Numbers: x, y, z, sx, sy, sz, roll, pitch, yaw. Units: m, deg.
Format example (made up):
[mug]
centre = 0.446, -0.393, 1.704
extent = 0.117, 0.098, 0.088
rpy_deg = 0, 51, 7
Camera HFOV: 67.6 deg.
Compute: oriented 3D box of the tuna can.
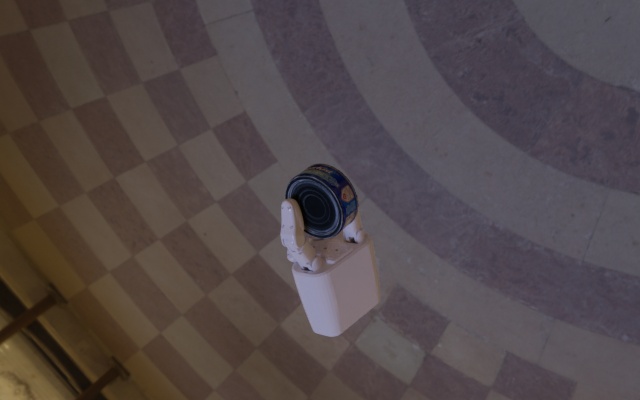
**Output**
[tuna can]
centre = 0.000, 0.002, 0.568
extent = 0.086, 0.086, 0.033
rpy_deg = 0, 25, 38
